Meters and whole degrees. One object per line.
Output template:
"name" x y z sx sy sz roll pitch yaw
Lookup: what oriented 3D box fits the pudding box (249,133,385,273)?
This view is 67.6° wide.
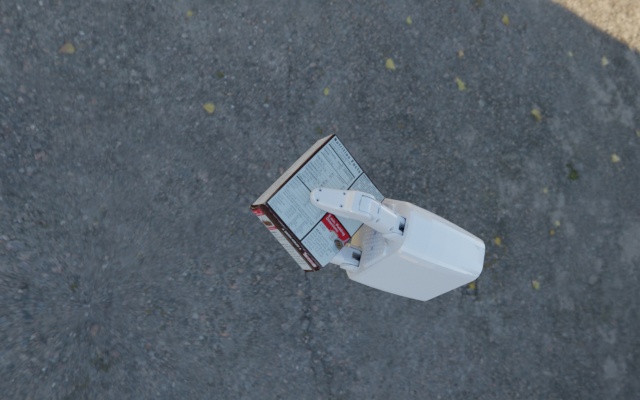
"pudding box" 0.000 0.002 0.477 0.113 0.090 0.039 -47 15 -28
